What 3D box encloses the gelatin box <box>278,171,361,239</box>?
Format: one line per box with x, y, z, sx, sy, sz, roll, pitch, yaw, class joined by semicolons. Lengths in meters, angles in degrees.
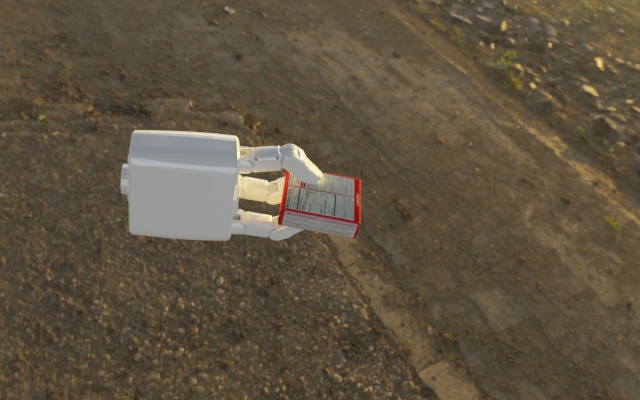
0.001;0.001;0.540;0.089;0.030;0.073;10;43;-5;gelatin box
